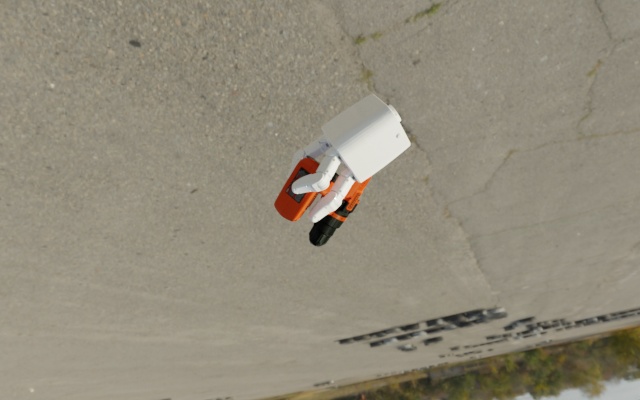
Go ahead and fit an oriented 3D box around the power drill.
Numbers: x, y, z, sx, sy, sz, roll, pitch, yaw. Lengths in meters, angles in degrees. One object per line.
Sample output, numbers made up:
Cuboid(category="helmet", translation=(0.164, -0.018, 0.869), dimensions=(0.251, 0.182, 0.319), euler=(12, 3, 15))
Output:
Cuboid(category="power drill", translation=(0.000, 0.003, 0.848), dimensions=(0.057, 0.184, 0.187), euler=(37, 13, 26))
